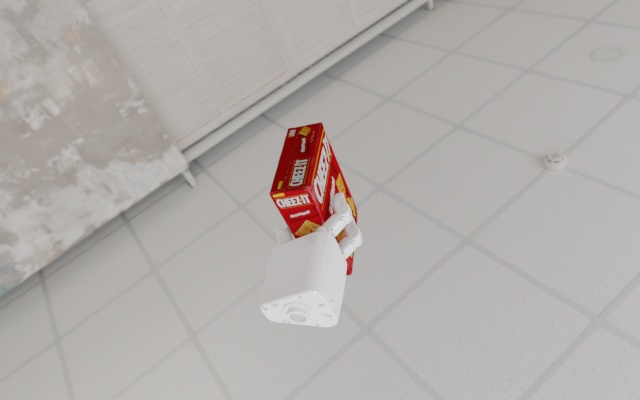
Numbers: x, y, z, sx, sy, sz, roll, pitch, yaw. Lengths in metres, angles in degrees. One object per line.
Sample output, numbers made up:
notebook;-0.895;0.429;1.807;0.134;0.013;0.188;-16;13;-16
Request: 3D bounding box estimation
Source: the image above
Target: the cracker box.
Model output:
cracker box;0.000;0.003;0.809;0.072;0.164;0.214;-9;-47;18
